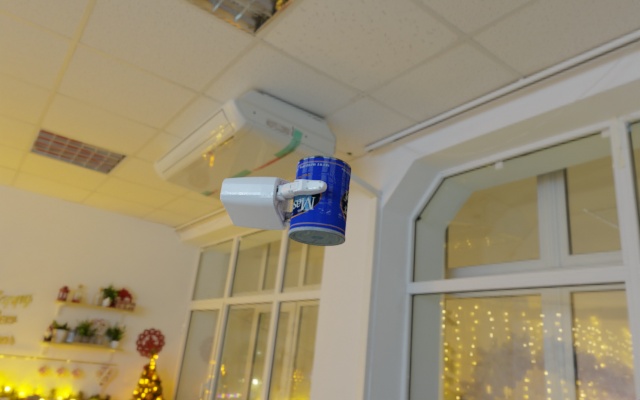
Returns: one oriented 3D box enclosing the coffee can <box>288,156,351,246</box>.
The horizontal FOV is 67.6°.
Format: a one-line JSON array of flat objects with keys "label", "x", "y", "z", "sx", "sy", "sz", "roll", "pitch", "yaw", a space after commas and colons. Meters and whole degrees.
[{"label": "coffee can", "x": 0.000, "y": 0.003, "z": 0.873, "sx": 0.103, "sy": 0.140, "sz": 0.103, "roll": 5, "pitch": -19, "yaw": 2}]
